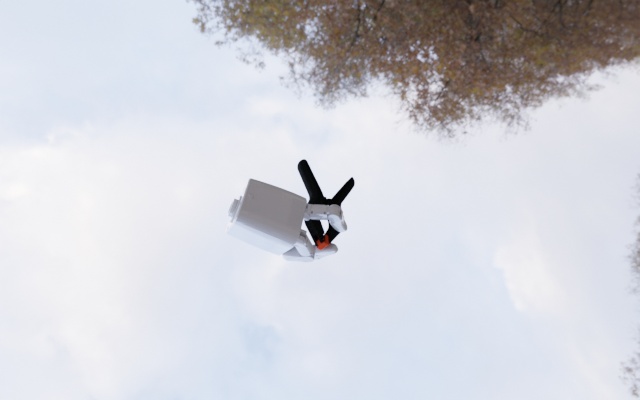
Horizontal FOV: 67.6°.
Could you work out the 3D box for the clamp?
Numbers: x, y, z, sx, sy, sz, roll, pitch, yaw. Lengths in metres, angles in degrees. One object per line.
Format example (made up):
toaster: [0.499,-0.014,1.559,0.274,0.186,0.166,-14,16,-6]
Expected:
clamp: [0.000,0.003,0.864,0.120,0.171,0.039,22,-39,-13]
